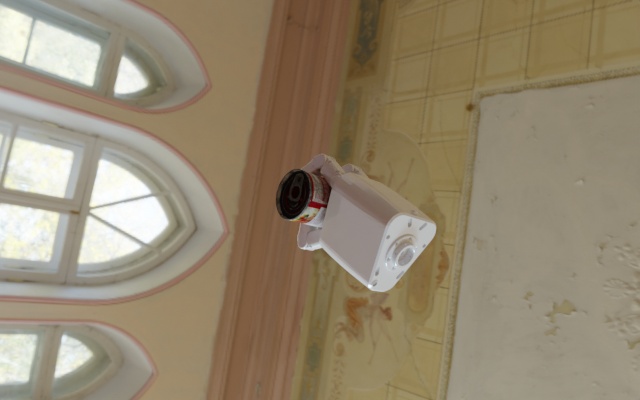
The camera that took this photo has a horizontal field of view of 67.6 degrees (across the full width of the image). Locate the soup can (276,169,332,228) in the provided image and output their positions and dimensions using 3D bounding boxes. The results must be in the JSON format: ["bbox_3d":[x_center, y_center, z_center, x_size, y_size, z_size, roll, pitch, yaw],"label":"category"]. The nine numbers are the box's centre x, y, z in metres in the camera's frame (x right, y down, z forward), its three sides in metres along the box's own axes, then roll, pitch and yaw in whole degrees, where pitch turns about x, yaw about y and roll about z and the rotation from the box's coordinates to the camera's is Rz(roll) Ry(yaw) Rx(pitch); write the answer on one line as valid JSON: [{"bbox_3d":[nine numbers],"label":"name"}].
[{"bbox_3d":[0.000,0.002,0.648,0.102,0.068,0.068,16,-11,-42],"label":"soup can"}]
